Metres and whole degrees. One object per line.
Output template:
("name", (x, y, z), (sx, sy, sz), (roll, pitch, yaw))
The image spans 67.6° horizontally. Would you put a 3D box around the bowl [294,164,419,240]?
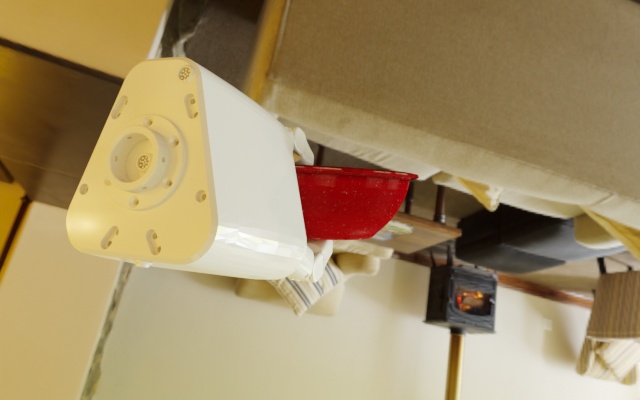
("bowl", (0.001, 0.002, 0.406), (0.162, 0.055, 0.162), (3, 2, 0))
